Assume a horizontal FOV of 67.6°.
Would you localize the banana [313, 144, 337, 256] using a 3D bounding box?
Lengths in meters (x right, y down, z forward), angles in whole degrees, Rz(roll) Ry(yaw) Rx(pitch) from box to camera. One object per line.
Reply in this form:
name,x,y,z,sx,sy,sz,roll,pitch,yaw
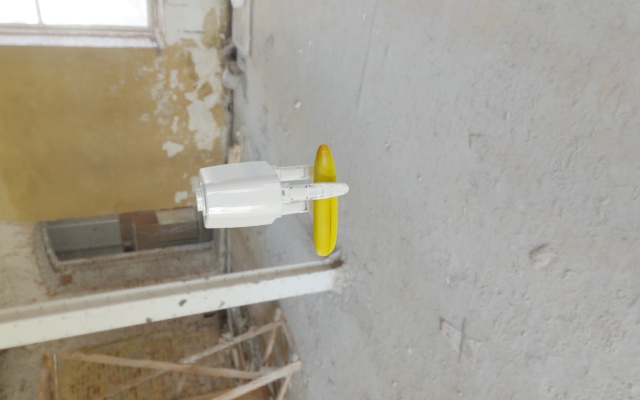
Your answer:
banana,0.004,0.014,0.746,0.037,0.198,0.069,-5,29,-12
